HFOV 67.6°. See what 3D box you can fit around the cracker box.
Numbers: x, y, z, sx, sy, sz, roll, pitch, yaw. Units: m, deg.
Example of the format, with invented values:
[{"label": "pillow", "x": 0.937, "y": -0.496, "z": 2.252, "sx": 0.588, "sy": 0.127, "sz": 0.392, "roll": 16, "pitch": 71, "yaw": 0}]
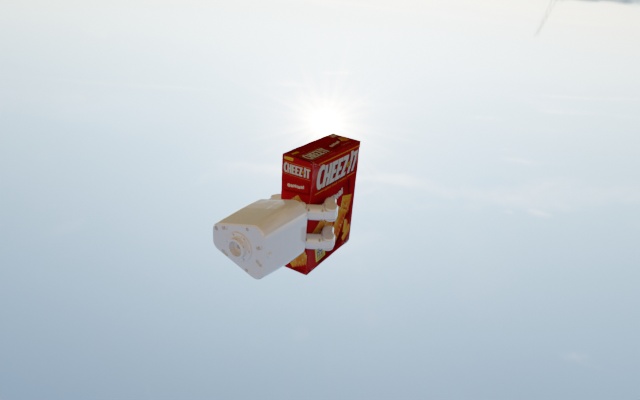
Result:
[{"label": "cracker box", "x": 0.000, "y": 0.003, "z": 0.865, "sx": 0.072, "sy": 0.214, "sz": 0.164, "roll": 19, "pitch": 28, "yaw": 27}]
